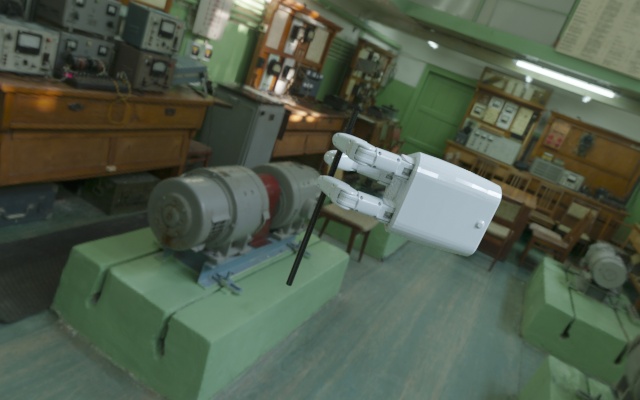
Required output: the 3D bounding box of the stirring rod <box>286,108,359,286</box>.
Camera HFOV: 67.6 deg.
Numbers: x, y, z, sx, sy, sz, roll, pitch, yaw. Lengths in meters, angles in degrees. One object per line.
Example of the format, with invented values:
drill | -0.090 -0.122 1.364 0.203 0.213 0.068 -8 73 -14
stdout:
stirring rod | 0.000 0.002 0.589 0.011 0.239 0.011 19 17 -6
